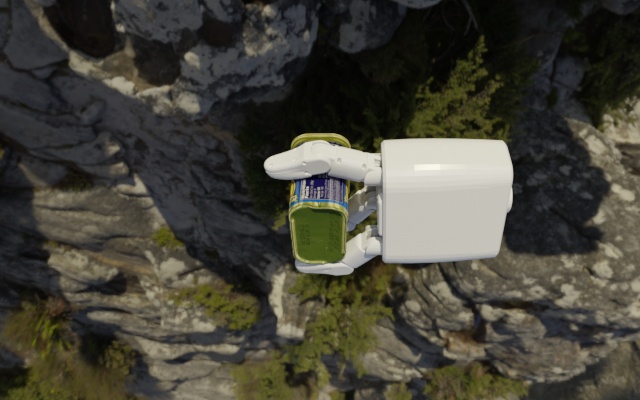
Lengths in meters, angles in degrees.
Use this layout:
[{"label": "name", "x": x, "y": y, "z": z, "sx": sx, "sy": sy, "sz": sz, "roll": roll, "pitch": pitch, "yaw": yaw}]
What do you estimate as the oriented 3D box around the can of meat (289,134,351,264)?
[{"label": "can of meat", "x": 0.000, "y": 0.002, "z": 0.457, "sx": 0.057, "sy": 0.084, "sz": 0.102, "roll": 0, "pitch": -37, "yaw": 2}]
